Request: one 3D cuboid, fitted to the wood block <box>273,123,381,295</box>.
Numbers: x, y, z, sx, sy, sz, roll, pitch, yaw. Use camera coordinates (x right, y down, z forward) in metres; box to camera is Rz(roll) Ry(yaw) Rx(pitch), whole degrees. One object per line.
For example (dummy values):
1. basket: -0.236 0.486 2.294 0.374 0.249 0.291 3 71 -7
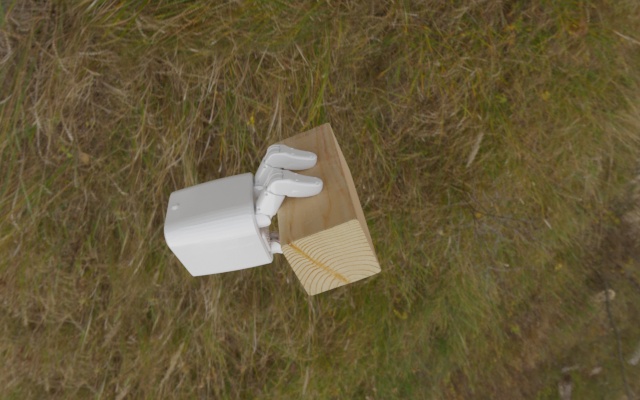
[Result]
1. wood block: 0.000 0.002 0.598 0.090 0.091 0.206 -20 38 7
